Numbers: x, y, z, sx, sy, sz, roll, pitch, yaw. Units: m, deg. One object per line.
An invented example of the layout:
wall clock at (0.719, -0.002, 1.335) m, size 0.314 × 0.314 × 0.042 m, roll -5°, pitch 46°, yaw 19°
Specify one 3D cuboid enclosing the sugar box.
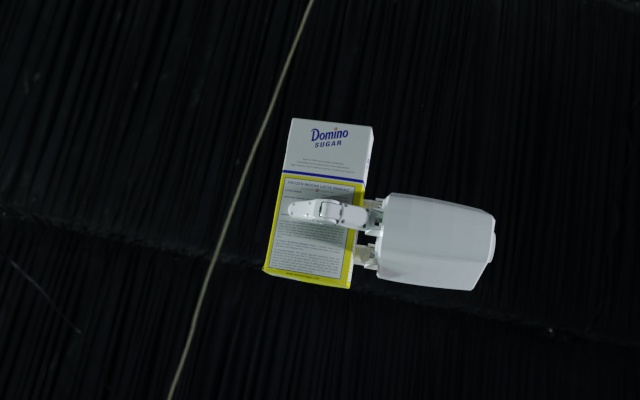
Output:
sugar box at (0.000, 0.002, 0.529) m, size 0.093 × 0.176 × 0.048 m, roll 9°, pitch -13°, yaw 10°
